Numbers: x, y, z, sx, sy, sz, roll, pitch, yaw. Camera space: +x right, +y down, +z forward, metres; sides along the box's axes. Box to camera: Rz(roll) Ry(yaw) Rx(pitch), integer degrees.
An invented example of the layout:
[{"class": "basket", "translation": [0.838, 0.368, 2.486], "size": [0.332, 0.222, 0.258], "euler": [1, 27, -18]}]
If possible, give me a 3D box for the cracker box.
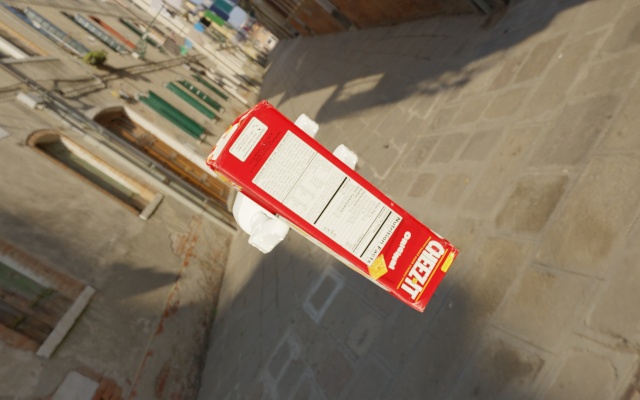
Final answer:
[{"class": "cracker box", "translation": [0.000, 0.002, 0.452], "size": [0.214, 0.072, 0.164], "euler": [36, -5, -15]}]
